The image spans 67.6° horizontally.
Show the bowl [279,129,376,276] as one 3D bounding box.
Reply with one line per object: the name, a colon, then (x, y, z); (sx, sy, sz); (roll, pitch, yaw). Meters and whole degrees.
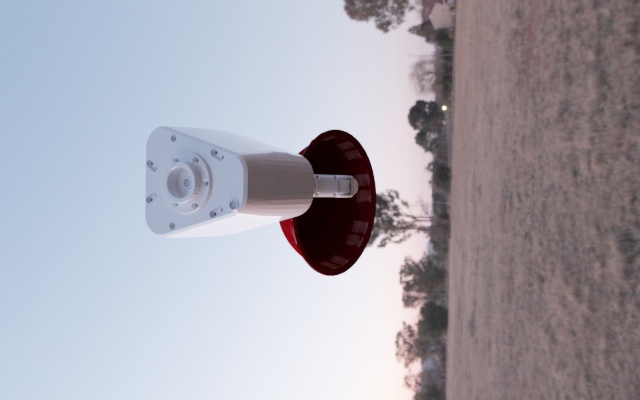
bowl: (0.001, 0.002, 0.543); (0.055, 0.162, 0.162); (3, 2, 38)
